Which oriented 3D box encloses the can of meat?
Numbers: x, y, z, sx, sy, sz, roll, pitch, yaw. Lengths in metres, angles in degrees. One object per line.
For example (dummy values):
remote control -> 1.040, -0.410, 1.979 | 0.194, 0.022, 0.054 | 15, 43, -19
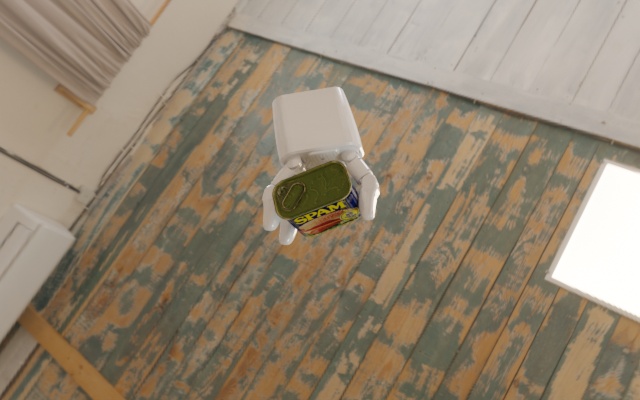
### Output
can of meat -> 0.000, 0.002, 0.630 | 0.102, 0.057, 0.084 | -21, -28, 9
